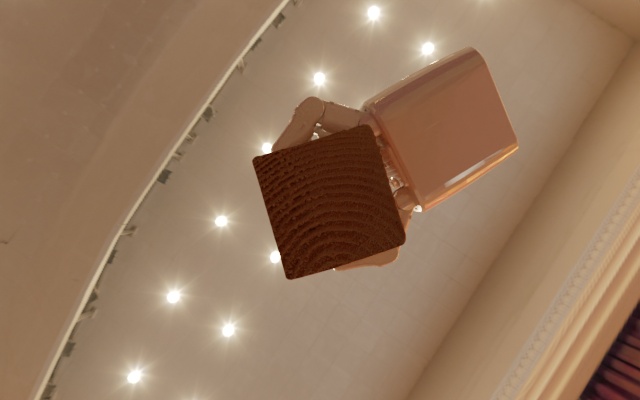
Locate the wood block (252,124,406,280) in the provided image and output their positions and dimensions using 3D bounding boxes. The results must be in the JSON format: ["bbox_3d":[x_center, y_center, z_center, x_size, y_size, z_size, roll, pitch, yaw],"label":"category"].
[{"bbox_3d":[0.001,0.002,0.430,0.090,0.091,0.206,-17,0,-3],"label":"wood block"}]
